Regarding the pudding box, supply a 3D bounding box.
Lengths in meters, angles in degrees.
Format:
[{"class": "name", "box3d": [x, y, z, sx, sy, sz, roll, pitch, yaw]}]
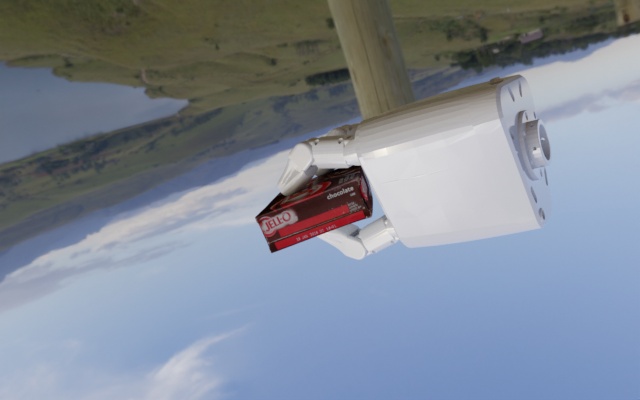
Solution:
[{"class": "pudding box", "box3d": [0.000, 0.002, 0.427, 0.090, 0.039, 0.113, -20, 7, 10]}]
